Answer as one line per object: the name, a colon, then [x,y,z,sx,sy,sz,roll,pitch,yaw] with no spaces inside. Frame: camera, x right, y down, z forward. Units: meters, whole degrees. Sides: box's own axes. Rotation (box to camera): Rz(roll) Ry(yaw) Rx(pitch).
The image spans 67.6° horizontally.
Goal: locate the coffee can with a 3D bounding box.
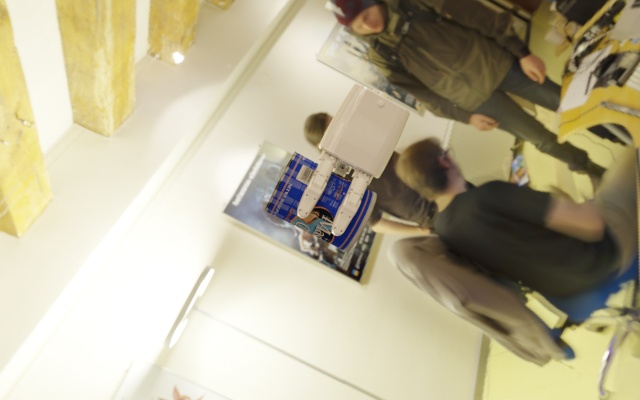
coffee can: [0.000,0.003,0.730,0.140,0.103,0.103,27,-2,-4]
